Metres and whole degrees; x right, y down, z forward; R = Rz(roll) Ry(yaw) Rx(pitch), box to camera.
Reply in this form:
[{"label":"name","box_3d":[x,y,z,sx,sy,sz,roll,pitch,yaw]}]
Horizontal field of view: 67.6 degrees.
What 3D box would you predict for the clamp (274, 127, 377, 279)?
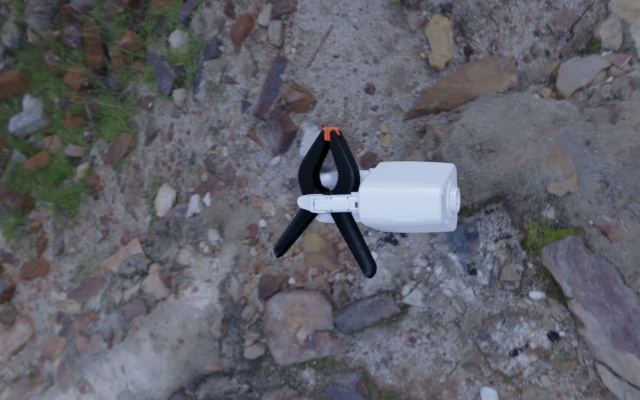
[{"label":"clamp","box_3d":[0.000,0.002,0.682,0.164,0.210,0.036,1,7,27]}]
